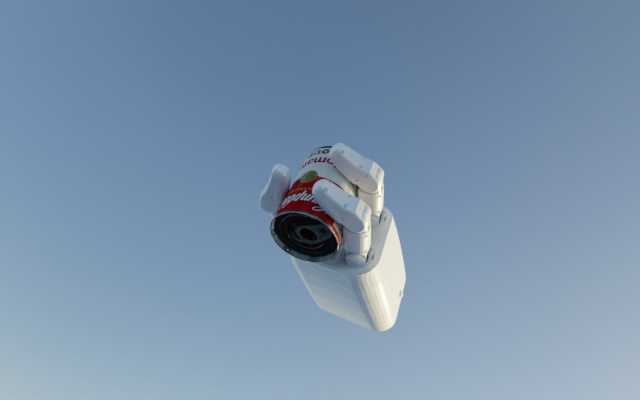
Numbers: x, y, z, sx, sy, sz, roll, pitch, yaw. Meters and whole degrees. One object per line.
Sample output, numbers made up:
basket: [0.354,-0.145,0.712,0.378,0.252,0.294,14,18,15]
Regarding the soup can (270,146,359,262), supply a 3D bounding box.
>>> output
soup can: [0.000,0.001,0.479,0.068,0.068,0.102,0,42,25]
